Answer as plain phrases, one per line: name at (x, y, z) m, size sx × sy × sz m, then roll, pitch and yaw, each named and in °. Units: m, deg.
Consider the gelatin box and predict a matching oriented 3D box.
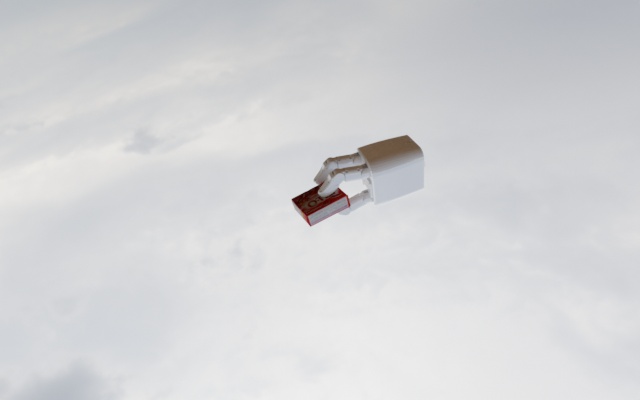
gelatin box at (0.000, 0.003, 0.892) m, size 0.089 × 0.030 × 0.073 m, roll -27°, pitch 36°, yaw -13°
